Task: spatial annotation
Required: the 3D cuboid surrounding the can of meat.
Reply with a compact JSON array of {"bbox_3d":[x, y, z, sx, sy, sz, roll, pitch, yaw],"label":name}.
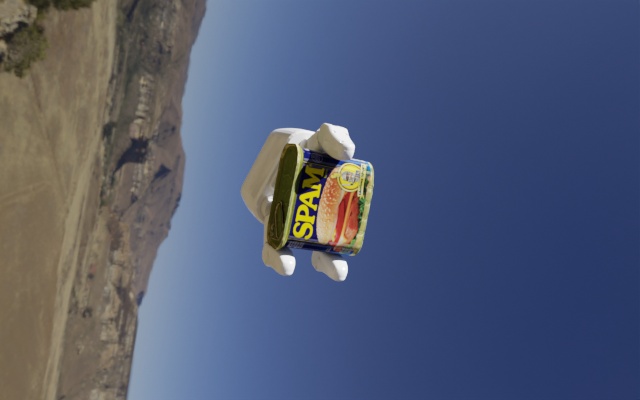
[{"bbox_3d":[0.000,0.002,0.473,0.084,0.102,0.057,10,3,-22],"label":"can of meat"}]
